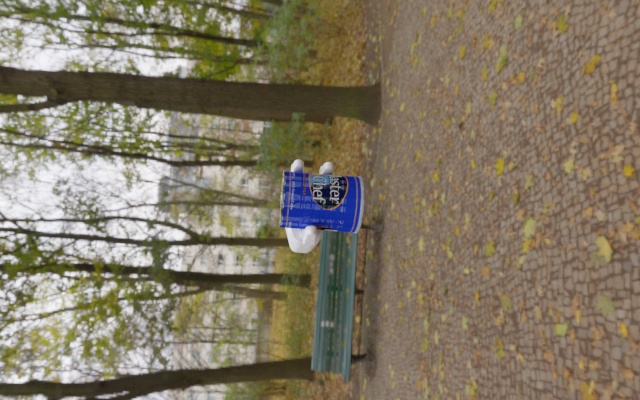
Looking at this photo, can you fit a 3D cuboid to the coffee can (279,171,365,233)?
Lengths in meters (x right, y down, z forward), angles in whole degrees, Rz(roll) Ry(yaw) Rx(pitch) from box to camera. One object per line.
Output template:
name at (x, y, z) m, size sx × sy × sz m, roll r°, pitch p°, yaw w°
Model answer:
coffee can at (0.000, 0.003, 0.850) m, size 0.140 × 0.103 × 0.103 m, roll 4°, pitch -1°, yaw -7°
